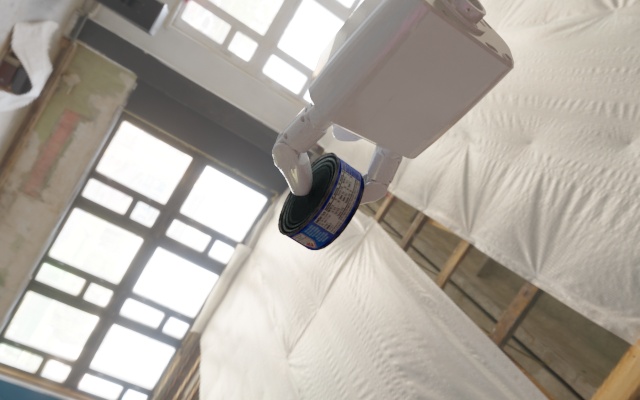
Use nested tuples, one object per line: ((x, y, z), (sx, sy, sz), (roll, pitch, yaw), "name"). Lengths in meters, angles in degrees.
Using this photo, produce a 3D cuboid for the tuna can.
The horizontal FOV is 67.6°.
((0.000, 0.002, 0.430), (0.034, 0.086, 0.086), (33, -14, -21), "tuna can")
